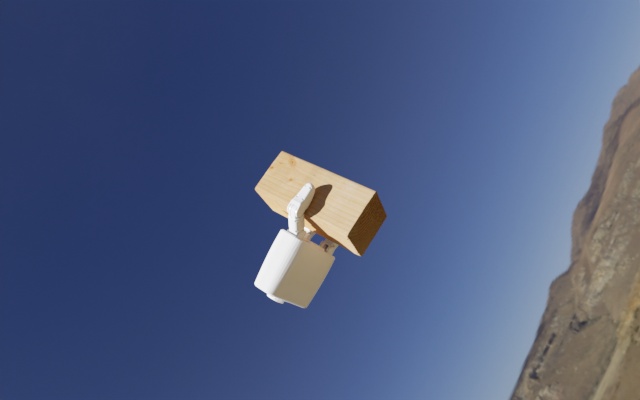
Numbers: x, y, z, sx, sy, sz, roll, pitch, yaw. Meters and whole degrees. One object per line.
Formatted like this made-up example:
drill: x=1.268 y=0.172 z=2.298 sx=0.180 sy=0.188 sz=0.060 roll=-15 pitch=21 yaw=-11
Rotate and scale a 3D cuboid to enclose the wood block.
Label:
wood block: x=0.000 y=0.003 z=0.836 sx=0.206 sy=0.090 sz=0.091 roll=25 pitch=-17 yaw=31
